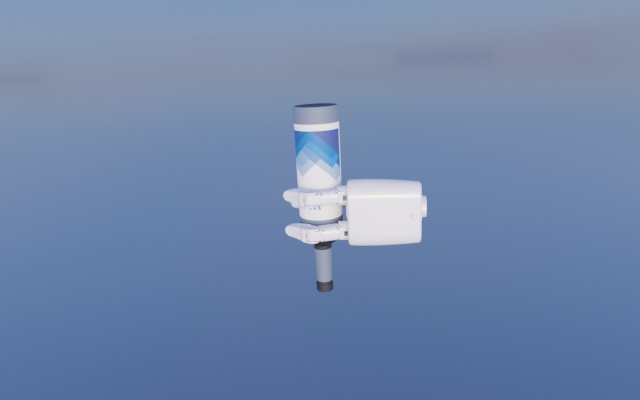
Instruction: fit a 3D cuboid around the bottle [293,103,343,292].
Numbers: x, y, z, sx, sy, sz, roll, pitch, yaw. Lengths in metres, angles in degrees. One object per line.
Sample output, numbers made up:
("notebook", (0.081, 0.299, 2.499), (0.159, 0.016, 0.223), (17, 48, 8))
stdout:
("bottle", (0.000, 0.002, 0.737), (0.069, 0.296, 0.069), (-3, 16, 1))
